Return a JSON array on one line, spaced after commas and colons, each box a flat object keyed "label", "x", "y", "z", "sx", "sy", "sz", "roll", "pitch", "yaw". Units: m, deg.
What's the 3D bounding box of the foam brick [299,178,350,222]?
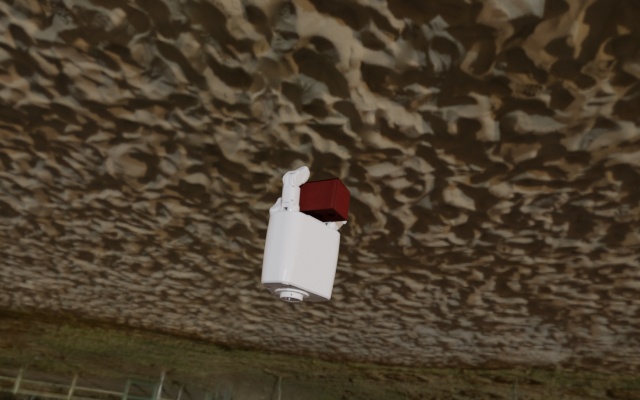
[{"label": "foam brick", "x": 0.000, "y": 0.002, "z": 0.736, "sx": 0.078, "sy": 0.051, "sz": 0.053, "roll": -6, "pitch": -28, "yaw": 27}]
